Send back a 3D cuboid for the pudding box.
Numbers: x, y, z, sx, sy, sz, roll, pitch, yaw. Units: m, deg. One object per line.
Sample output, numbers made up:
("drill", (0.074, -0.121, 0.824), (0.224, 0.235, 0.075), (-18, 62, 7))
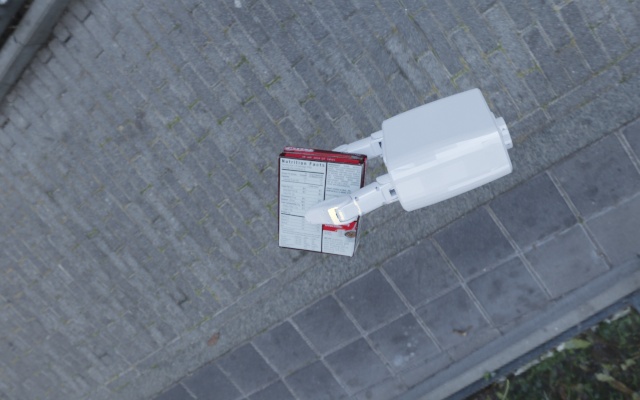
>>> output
("pudding box", (0.000, 0.002, 0.516), (0.090, 0.113, 0.039), (7, 24, 9))
